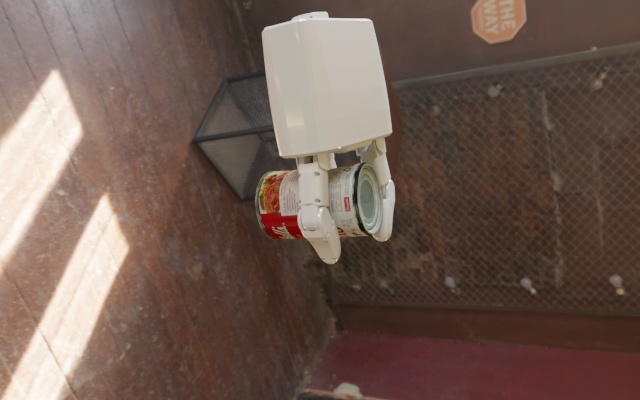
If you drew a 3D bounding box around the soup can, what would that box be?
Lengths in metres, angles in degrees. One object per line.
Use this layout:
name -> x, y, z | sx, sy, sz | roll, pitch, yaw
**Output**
soup can -> 0.000, 0.002, 0.449 | 0.102, 0.068, 0.068 | -4, -2, 26
